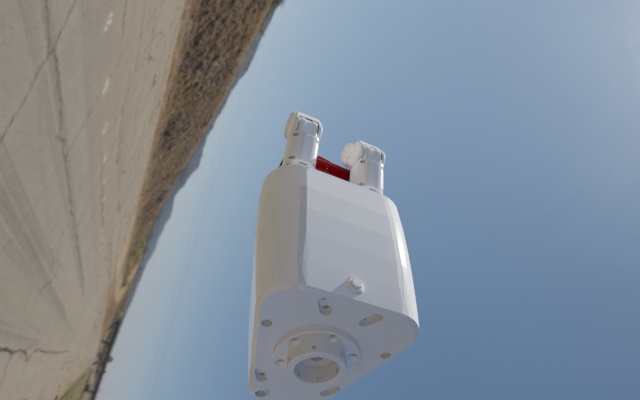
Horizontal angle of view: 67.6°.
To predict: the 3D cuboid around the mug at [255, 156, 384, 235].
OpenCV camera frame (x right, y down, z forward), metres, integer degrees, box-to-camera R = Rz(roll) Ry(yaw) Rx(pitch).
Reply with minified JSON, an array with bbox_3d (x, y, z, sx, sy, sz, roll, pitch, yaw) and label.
[{"bbox_3d":[0.000,0.001,0.415,0.081,0.093,0.117,22,34,-16],"label":"mug"}]
